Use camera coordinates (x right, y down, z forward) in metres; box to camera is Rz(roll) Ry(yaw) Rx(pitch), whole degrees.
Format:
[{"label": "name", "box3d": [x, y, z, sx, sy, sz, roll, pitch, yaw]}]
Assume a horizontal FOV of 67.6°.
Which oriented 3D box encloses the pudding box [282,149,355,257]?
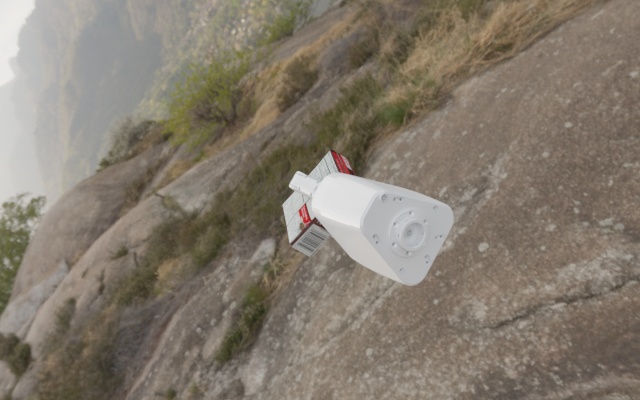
[{"label": "pudding box", "box3d": [0.000, 0.002, 0.616, 0.039, 0.113, 0.090, 32, 24, -29]}]
